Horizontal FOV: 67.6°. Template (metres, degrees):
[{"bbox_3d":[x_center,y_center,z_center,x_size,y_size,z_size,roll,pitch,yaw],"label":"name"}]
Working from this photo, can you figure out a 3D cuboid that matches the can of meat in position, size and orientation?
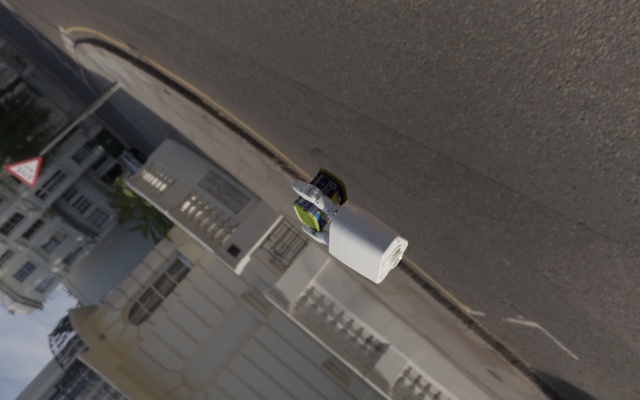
[{"bbox_3d":[0.000,0.003,0.862,0.057,0.084,0.102,34,-14,19],"label":"can of meat"}]
